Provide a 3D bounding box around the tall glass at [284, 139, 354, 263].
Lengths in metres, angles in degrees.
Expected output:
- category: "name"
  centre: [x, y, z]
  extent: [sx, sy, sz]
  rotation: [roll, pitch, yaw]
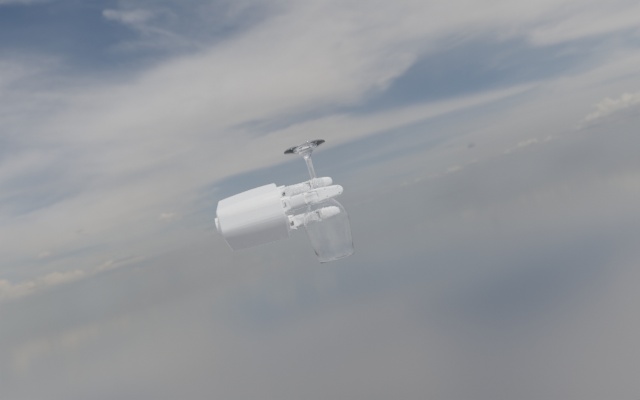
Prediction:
- category: "tall glass"
  centre: [0.000, 0.002, 0.816]
  extent: [0.079, 0.201, 0.079]
  rotation: [-17, -4, -1]
